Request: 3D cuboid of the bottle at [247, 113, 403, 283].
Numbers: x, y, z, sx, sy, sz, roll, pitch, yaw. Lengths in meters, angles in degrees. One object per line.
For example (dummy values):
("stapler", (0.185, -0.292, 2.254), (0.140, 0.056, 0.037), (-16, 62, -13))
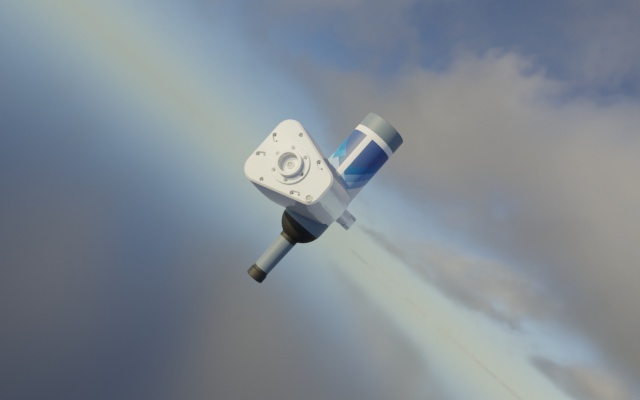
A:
("bottle", (0.000, 0.002, 0.704), (0.069, 0.295, 0.069), (41, -2, 2))
